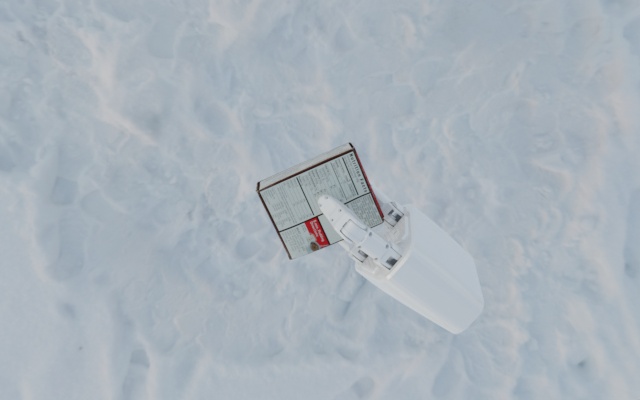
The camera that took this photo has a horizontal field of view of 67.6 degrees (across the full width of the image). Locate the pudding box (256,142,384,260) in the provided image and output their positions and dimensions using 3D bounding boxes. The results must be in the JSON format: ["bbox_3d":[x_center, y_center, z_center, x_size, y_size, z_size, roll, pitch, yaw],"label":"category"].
[{"bbox_3d":[0.000,0.002,0.510,0.113,0.090,0.039,-23,16,2],"label":"pudding box"}]
